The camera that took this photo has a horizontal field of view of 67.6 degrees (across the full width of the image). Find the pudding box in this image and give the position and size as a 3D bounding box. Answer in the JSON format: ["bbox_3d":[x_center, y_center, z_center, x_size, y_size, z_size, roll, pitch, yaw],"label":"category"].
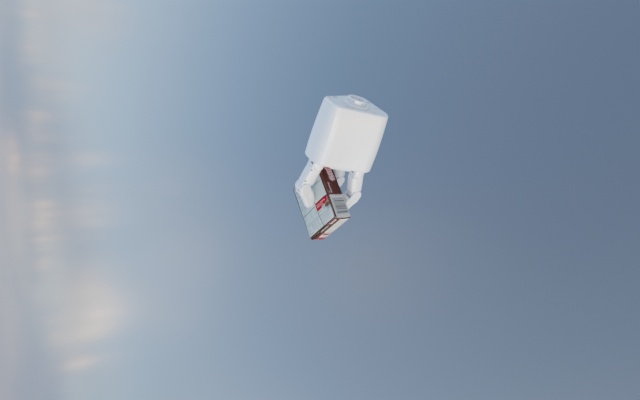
[{"bbox_3d":[0.000,0.003,0.874,0.039,0.113,0.090,-1,-29,-36],"label":"pudding box"}]
